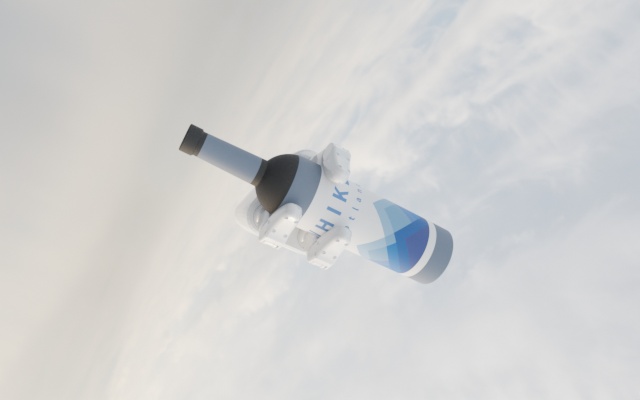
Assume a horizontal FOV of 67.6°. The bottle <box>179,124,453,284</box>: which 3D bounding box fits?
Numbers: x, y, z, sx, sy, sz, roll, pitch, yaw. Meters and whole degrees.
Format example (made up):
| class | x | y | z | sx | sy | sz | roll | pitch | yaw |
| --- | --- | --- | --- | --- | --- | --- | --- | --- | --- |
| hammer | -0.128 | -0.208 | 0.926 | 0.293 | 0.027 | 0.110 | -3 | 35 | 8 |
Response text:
| class | x | y | z | sx | sy | sz | roll | pitch | yaw |
| --- | --- | --- | --- | --- | --- | --- | --- | --- | --- |
| bottle | 0.000 | 0.002 | 0.488 | 0.296 | 0.069 | 0.069 | 26 | -9 | -18 |
